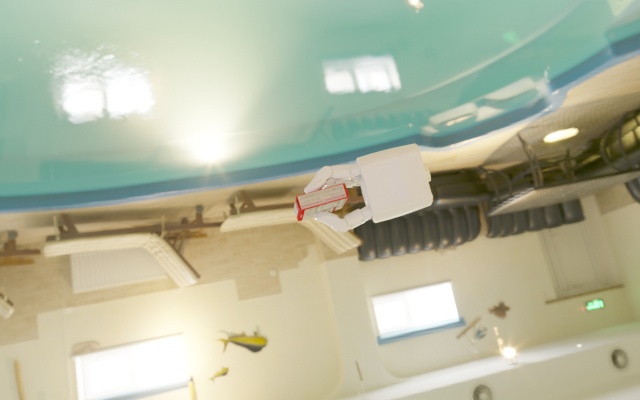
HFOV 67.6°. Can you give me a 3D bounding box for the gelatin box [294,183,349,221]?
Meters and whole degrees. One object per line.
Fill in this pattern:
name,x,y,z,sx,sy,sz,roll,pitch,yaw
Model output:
gelatin box,0.000,0.003,0.828,0.089,0.030,0.073,-17,-13,-11
